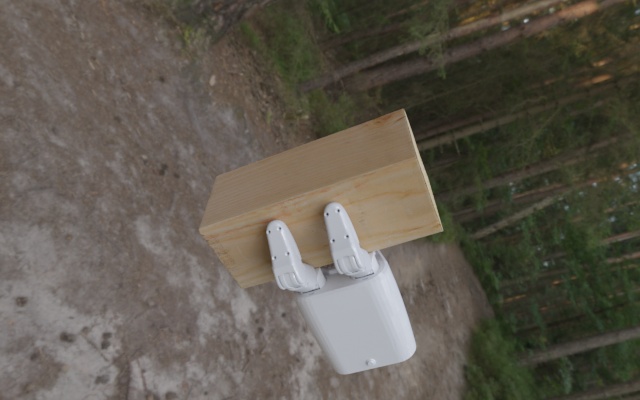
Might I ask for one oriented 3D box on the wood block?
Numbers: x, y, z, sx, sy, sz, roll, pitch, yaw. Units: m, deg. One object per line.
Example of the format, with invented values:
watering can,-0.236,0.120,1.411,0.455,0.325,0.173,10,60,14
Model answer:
wood block,0.000,0.002,0.467,0.206,0.090,0.090,-18,34,14
